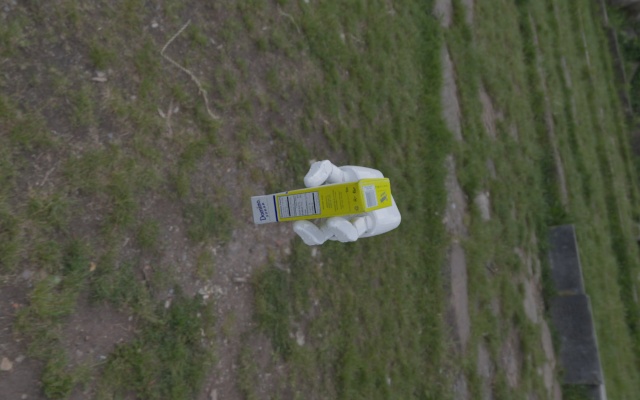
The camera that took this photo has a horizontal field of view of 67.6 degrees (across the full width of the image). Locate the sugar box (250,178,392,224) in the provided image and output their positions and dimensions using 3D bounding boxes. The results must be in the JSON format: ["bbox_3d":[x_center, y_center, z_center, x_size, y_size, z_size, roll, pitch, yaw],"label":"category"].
[{"bbox_3d":[0.000,0.003,0.666,0.176,0.048,0.093,-11,-2,31],"label":"sugar box"}]
